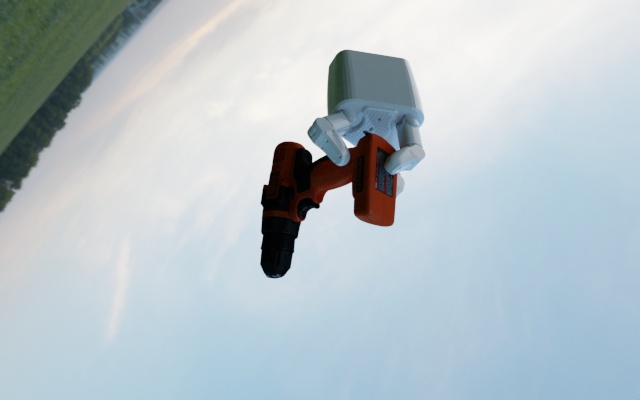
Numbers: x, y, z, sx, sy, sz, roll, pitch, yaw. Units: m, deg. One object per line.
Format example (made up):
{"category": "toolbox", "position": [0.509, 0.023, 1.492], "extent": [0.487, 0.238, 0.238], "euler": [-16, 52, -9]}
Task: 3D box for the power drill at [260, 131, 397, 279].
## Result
{"category": "power drill", "position": [0.000, 0.002, 0.582], "extent": [0.187, 0.184, 0.057], "euler": [-9, -21, 40]}
